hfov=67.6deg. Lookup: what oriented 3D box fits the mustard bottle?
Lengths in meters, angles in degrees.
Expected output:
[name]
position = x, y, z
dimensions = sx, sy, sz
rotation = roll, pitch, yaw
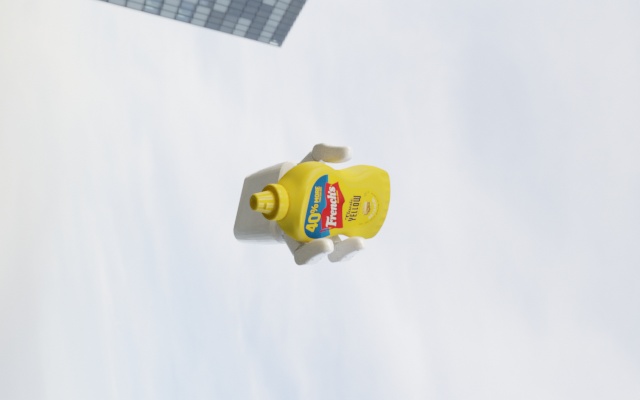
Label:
[mustard bottle]
position = 0.001, 0.002, 0.577
dimensions = 0.191, 0.096, 0.058
rotation = 0, 18, -40
